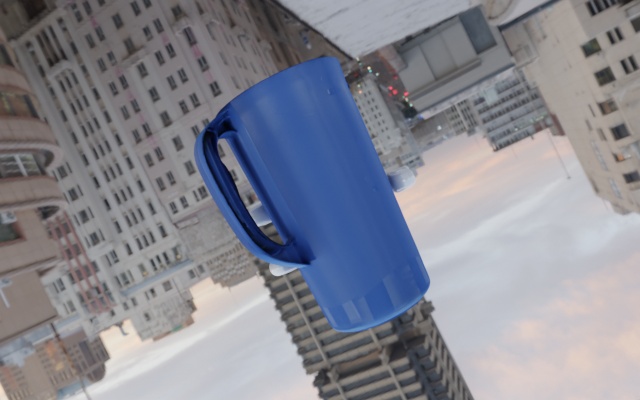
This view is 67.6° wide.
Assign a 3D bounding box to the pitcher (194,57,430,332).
[{"bbox_3d":[0.000,0.001,0.460,0.149,0.243,0.145,-26,1,9],"label":"pitcher"}]
